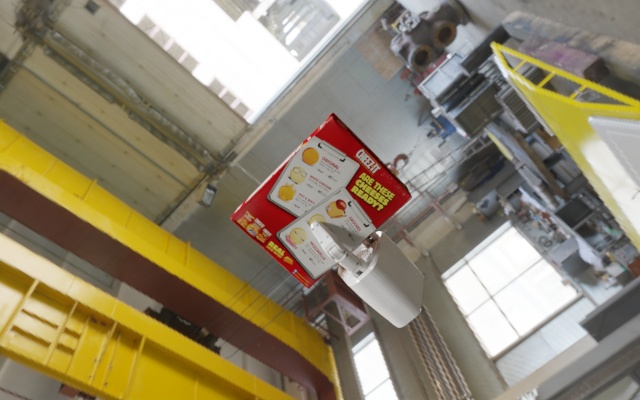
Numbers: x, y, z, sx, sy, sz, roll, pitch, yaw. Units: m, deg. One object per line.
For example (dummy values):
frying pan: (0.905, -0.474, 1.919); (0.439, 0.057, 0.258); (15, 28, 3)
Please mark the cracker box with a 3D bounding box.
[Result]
cracker box: (0.000, 0.003, 0.714); (0.214, 0.164, 0.072); (-44, 12, 14)
